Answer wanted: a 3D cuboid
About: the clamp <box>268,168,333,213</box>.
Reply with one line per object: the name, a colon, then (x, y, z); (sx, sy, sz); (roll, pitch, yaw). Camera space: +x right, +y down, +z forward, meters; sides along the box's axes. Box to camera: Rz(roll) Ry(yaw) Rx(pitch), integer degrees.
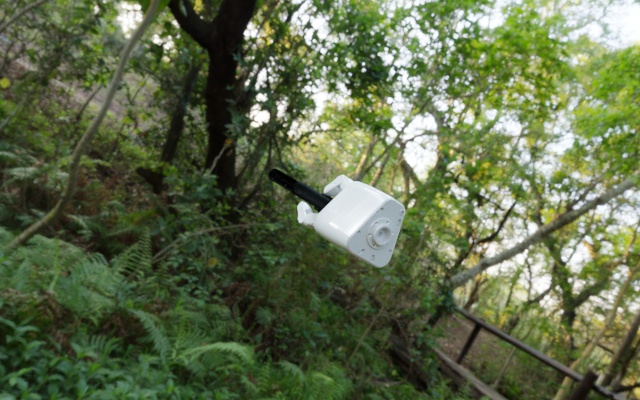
clamp: (0.001, 0.003, 0.897); (0.210, 0.036, 0.164); (31, 0, -31)
